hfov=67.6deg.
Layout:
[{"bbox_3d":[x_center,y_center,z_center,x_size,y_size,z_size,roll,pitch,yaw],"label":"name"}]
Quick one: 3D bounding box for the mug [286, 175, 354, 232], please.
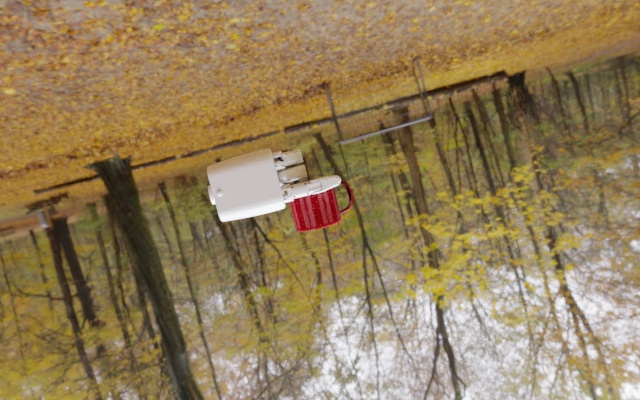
[{"bbox_3d":[0.002,0.003,0.830,0.117,0.081,0.093,-14,4,-3],"label":"mug"}]
